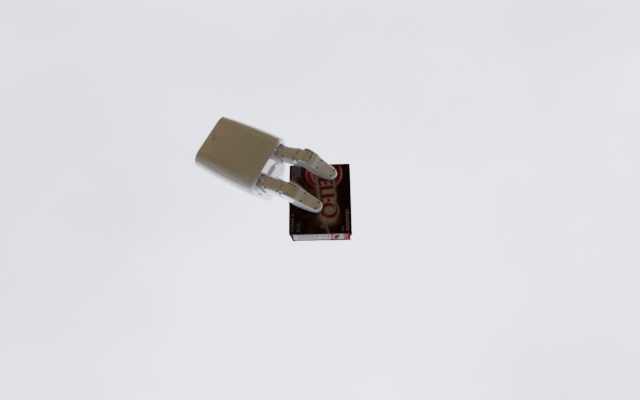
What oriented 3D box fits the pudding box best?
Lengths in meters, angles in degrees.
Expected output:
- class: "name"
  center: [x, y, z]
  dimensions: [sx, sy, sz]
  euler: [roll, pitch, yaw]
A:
- class: "pudding box"
  center: [0.000, 0.002, 0.699]
  dimensions: [0.090, 0.113, 0.039]
  euler: [-2, -20, 2]
